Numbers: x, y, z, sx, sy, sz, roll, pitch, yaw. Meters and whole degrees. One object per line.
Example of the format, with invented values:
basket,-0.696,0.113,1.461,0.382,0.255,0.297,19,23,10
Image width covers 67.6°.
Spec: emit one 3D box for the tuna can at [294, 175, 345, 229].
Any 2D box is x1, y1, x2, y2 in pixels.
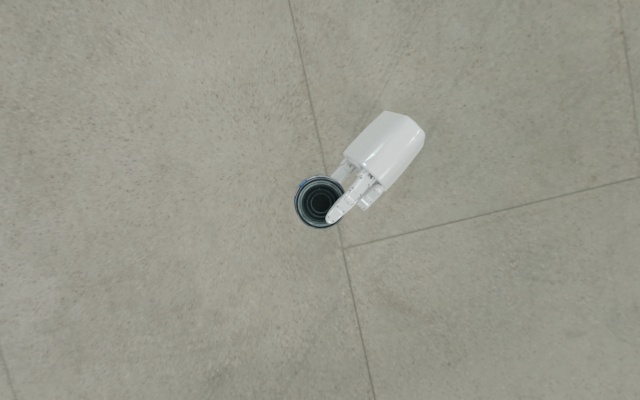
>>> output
tuna can,0.000,0.003,0.769,0.086,0.086,0.033,0,9,-3
